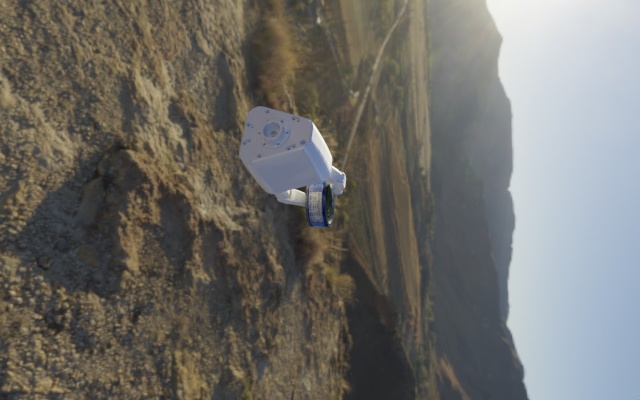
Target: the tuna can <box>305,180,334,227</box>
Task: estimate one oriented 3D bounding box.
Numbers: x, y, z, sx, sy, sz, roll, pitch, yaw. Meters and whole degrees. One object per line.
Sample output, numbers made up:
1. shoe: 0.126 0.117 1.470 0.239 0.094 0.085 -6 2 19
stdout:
1. tuna can: 0.001 0.003 0.814 0.034 0.086 0.086 0 0 12
